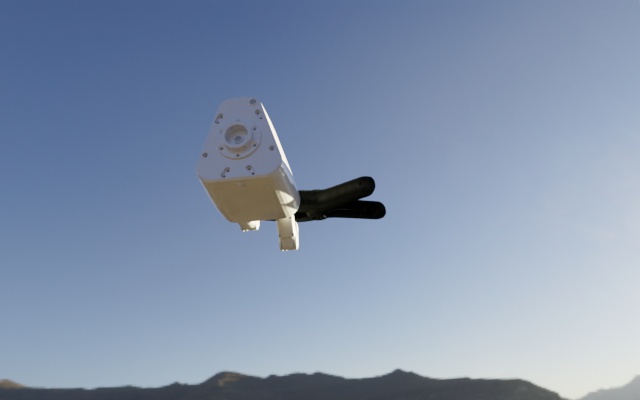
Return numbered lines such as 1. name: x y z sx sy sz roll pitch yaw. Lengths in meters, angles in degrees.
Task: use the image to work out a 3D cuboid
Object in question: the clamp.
1. clamp: 0.000 0.002 0.616 0.171 0.039 0.120 -5 -25 4
